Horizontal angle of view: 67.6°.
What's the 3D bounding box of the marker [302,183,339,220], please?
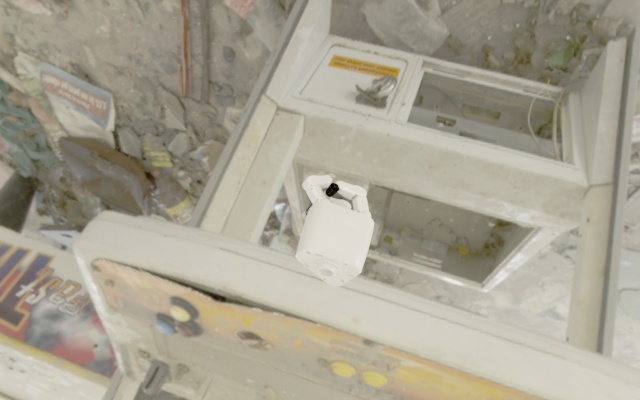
[{"bbox_3d":[0.000,0.003,0.884,0.020,0.020,0.121,0,-29,-32],"label":"marker"}]
